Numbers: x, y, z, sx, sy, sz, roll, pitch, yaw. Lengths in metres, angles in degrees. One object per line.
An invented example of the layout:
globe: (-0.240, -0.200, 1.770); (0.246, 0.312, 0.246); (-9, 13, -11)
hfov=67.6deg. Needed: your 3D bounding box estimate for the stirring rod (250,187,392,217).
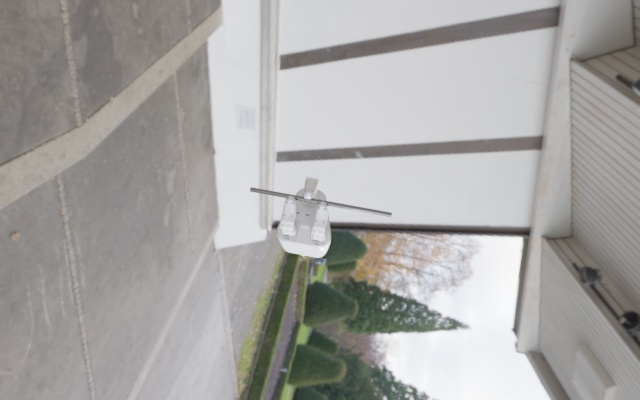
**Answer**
stirring rod: (0.000, 0.003, 0.800); (0.239, 0.011, 0.011); (10, 0, 3)
